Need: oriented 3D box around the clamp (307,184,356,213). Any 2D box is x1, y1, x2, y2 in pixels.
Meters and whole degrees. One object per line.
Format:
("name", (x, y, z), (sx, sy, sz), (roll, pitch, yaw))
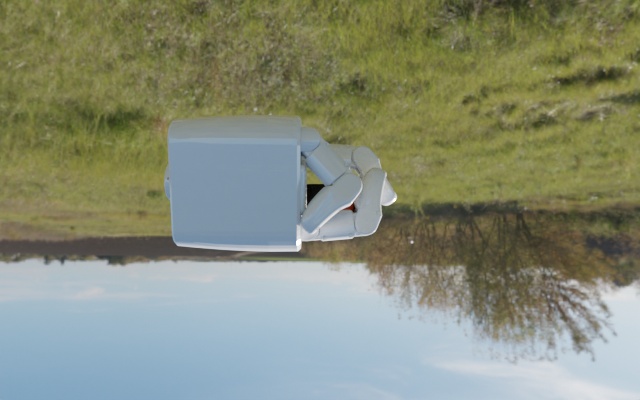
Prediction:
("clamp", (0.000, 0.002, 0.502), (0.120, 0.039, 0.171), (0, -7, -1))
